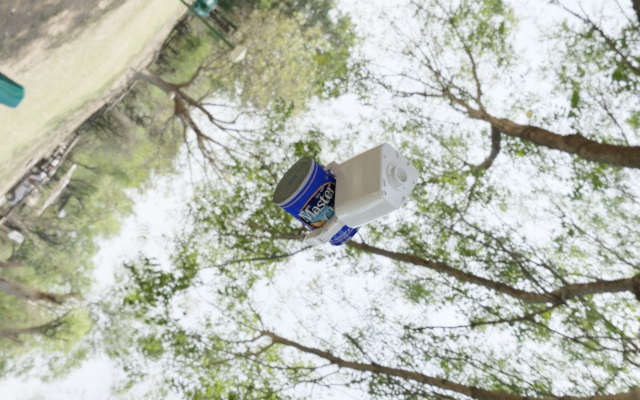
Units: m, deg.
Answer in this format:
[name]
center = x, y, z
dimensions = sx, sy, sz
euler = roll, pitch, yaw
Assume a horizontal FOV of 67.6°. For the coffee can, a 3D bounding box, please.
[coffee can]
center = 0.000, 0.003, 0.859
dimensions = 0.140, 0.102, 0.103
euler = 38, -17, -24
